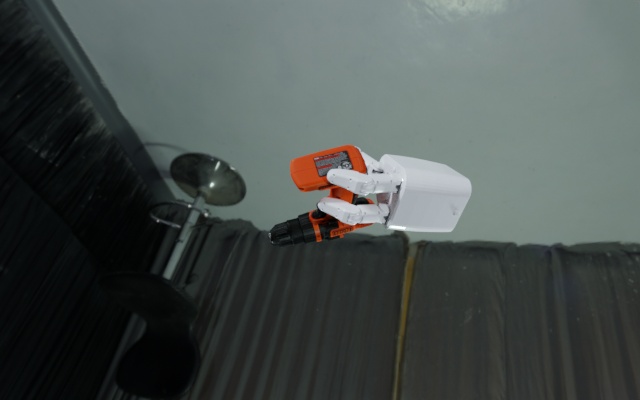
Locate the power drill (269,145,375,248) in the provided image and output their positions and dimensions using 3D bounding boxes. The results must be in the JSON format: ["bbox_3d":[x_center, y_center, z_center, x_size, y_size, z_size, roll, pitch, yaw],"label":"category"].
[{"bbox_3d":[0.000,0.002,0.735,0.184,0.057,0.188,-16,-30,-6],"label":"power drill"}]
